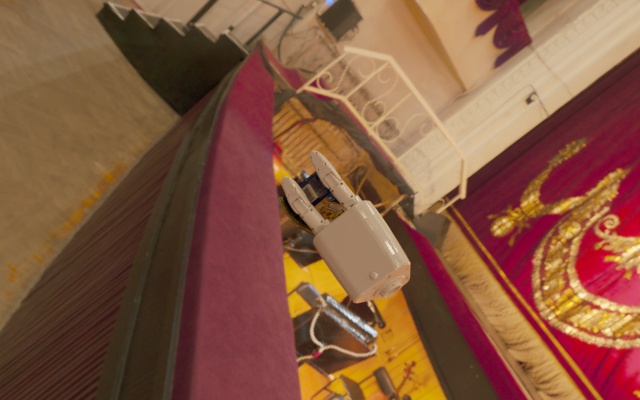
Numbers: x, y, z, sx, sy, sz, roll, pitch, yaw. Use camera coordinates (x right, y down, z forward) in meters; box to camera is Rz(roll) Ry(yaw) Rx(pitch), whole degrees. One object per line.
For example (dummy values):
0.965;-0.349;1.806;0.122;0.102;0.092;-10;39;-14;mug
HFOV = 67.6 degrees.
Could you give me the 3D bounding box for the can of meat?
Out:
0.000;0.002;0.720;0.084;0.057;0.102;-38;-30;11;can of meat
